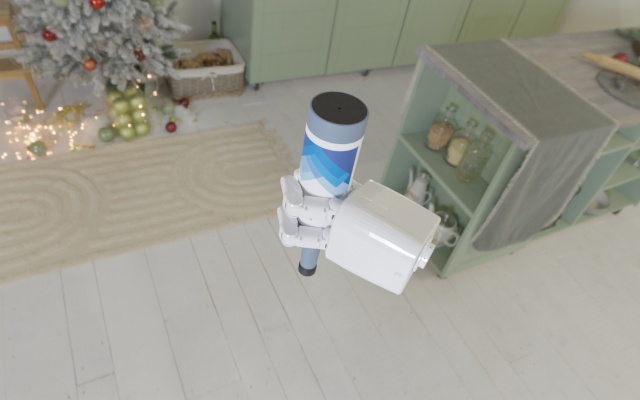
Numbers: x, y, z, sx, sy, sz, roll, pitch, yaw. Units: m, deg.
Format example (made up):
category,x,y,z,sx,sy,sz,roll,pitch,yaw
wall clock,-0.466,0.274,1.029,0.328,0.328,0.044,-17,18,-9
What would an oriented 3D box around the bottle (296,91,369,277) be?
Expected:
category,x,y,z,sx,sy,sz,roll,pitch,yaw
bottle,0.000,0.002,0.622,0.069,0.069,0.296,0,-44,-11
